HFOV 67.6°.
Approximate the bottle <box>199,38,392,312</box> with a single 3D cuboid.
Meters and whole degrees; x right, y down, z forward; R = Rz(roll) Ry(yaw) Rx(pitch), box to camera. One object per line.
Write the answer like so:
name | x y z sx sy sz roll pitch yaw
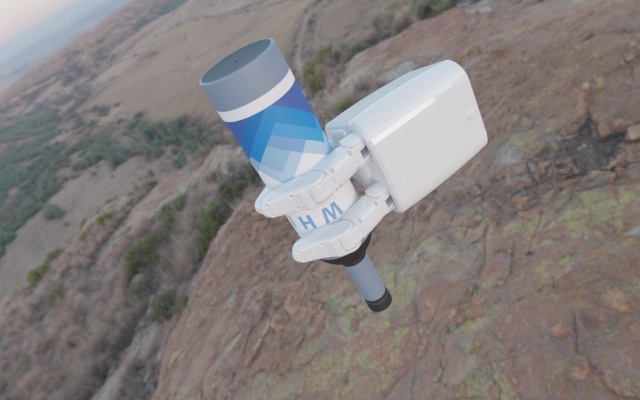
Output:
bottle | 0.000 0.001 0.441 0.069 0.296 0.069 -22 32 15
